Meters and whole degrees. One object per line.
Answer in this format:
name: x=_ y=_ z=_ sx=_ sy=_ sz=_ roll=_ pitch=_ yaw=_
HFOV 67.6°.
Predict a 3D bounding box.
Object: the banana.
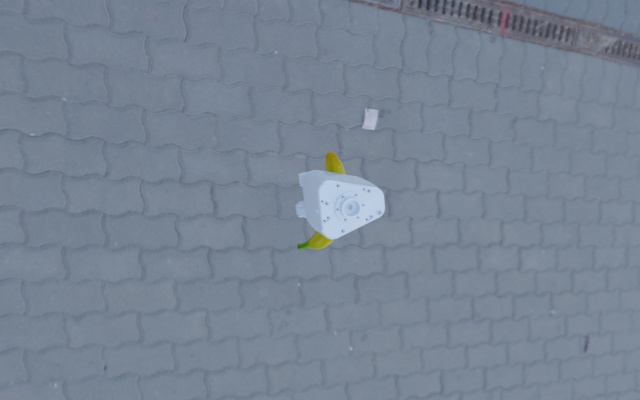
banana: x=0.017 y=0.011 z=0.889 sx=0.069 sy=0.198 sz=0.037 roll=16 pitch=9 yaw=-9
